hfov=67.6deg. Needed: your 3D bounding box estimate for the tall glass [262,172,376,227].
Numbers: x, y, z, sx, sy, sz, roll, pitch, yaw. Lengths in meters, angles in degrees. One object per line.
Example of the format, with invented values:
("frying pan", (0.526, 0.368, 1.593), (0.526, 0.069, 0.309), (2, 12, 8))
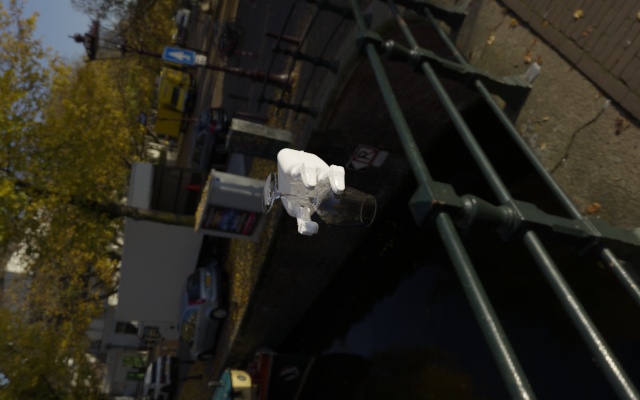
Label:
("tall glass", (0.000, 0.003, 0.874), (0.201, 0.079, 0.079), (10, -4, -21))
